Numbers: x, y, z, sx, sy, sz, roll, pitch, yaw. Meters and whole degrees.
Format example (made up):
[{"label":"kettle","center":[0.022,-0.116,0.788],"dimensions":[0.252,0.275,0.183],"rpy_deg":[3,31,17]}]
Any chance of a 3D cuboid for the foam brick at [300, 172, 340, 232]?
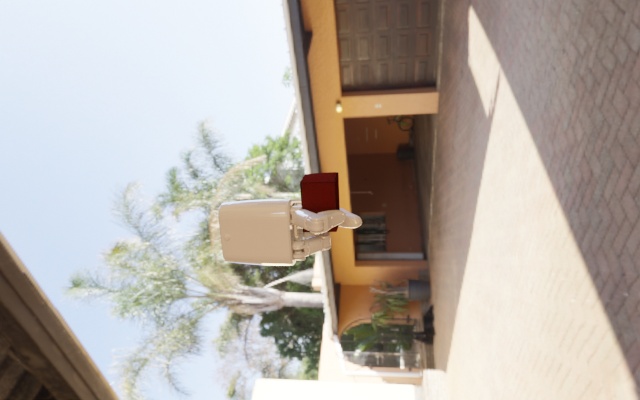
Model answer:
[{"label":"foam brick","center":[0.000,0.002,0.701],"dimensions":[0.051,0.078,0.053],"rpy_deg":[0,17,8]}]
